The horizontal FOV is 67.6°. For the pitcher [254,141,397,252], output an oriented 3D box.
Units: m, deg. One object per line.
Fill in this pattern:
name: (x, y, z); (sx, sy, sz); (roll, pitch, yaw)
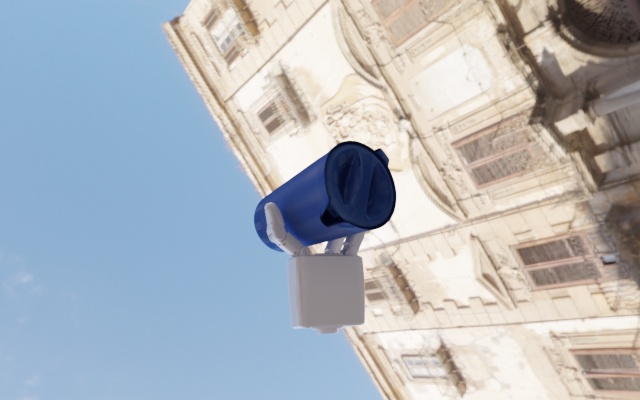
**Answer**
pitcher: (0.000, 0.003, 0.768); (0.149, 0.145, 0.243); (7, -20, -35)
